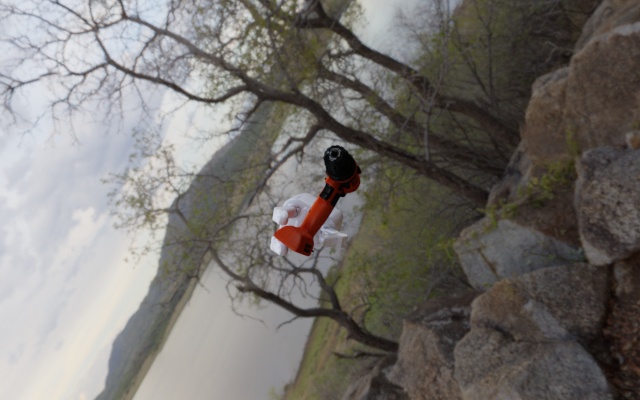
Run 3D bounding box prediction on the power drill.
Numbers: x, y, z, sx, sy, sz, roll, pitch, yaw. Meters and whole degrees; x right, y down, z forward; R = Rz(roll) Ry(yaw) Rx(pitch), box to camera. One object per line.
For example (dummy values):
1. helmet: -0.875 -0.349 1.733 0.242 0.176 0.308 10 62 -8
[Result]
1. power drill: 0.000 0.003 0.819 0.057 0.187 0.184 36 -3 18
